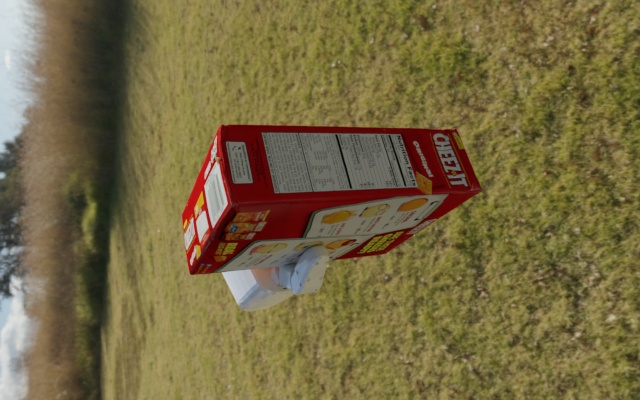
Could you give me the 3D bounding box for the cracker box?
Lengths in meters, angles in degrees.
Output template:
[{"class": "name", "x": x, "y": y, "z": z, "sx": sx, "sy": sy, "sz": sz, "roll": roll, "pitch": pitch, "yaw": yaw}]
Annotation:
[{"class": "cracker box", "x": 0.000, "y": 0.002, "z": 0.421, "sx": 0.213, "sy": 0.072, "sz": 0.164, "roll": -4, "pitch": -23, "yaw": -26}]
